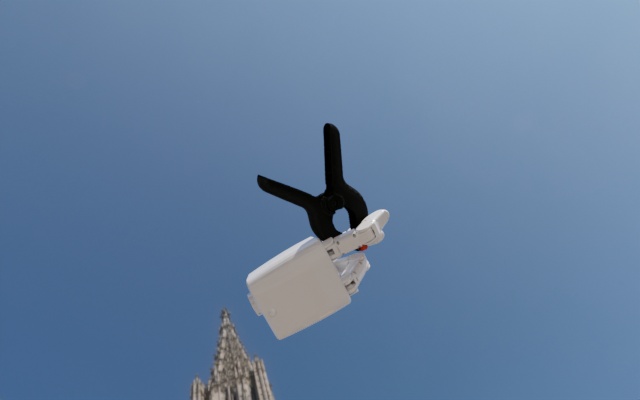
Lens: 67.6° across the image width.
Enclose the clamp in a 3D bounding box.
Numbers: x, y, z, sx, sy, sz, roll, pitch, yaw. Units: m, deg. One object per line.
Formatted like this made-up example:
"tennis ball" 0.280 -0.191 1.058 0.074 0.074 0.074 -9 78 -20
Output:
"clamp" 0.000 0.002 0.608 0.120 0.171 0.039 -28 17 -7
